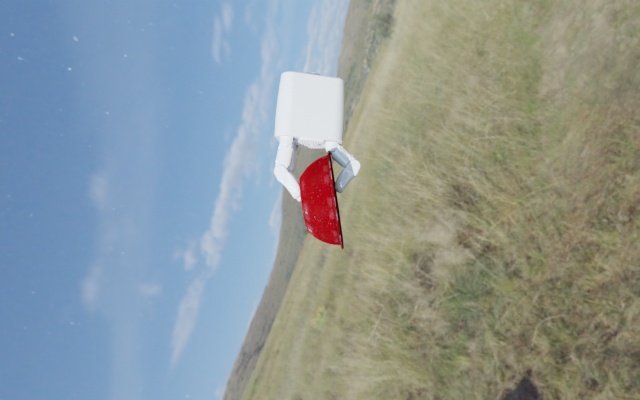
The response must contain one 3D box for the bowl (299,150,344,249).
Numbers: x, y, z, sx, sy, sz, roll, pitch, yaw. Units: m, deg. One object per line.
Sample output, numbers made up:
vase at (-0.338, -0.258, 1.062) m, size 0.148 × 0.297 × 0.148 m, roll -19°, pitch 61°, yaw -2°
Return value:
bowl at (0.000, 0.004, 0.772) m, size 0.055 × 0.162 × 0.162 m, roll -9°, pitch -1°, yaw 3°
